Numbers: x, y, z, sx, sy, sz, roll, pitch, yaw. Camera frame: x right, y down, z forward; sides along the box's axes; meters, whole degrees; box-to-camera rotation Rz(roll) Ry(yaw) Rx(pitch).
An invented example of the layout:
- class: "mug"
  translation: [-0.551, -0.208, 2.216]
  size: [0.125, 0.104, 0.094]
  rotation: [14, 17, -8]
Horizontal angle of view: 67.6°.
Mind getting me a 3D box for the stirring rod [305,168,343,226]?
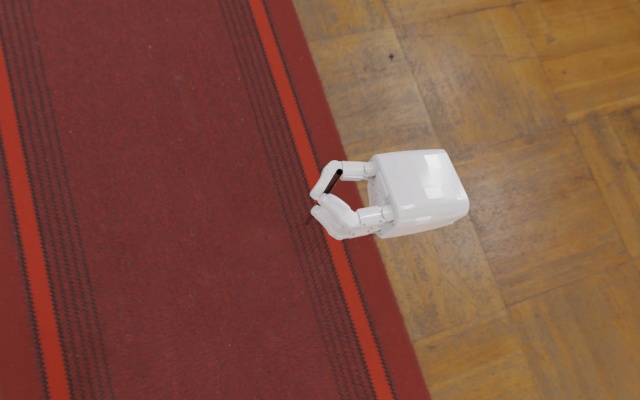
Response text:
- class: "stirring rod"
  translation: [0.000, 0.002, 0.649]
  size: [0.011, 0.011, 0.239]
  rotation: [0, -17, -11]
